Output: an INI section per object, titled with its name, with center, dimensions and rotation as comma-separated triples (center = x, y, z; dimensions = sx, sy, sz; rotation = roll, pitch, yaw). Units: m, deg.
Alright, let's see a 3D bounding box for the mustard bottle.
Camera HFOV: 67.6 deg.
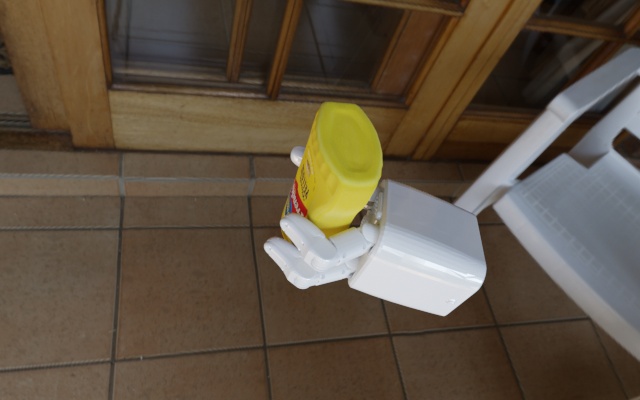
[mustard bottle]
center = 0.000, 0.001, 0.469
dimensions = 0.058, 0.096, 0.192
rotation = 0, -34, -18
